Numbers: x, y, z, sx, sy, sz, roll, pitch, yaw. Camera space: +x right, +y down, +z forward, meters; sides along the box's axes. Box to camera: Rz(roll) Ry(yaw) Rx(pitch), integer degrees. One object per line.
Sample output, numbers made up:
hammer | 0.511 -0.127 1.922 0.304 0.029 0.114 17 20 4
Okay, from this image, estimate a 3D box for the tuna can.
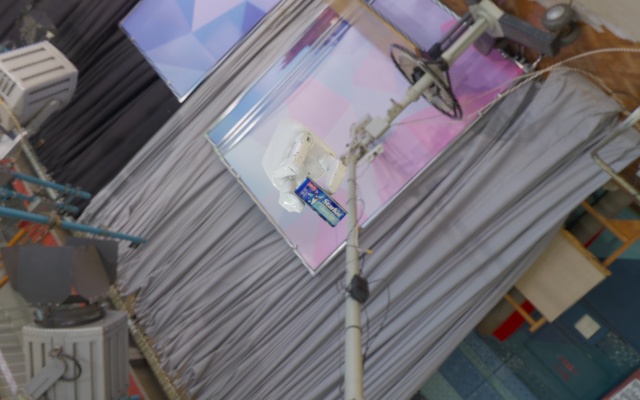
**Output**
tuna can | 0.000 0.003 0.733 0.086 0.034 0.086 43 0 0
